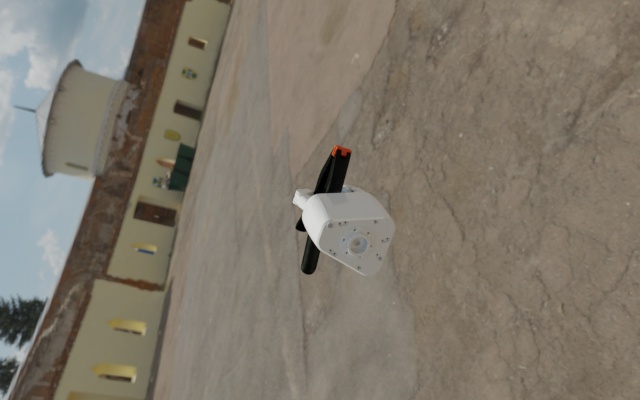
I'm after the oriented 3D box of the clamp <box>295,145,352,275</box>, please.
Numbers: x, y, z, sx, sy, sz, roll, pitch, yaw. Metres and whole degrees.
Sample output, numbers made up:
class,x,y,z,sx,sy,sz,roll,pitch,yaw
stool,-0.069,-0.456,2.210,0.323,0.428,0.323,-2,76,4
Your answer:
class,x,y,z,sx,sy,sz,roll,pitch,yaw
clamp,0.000,0.002,0.825,0.036,0.210,0.164,16,14,-15
